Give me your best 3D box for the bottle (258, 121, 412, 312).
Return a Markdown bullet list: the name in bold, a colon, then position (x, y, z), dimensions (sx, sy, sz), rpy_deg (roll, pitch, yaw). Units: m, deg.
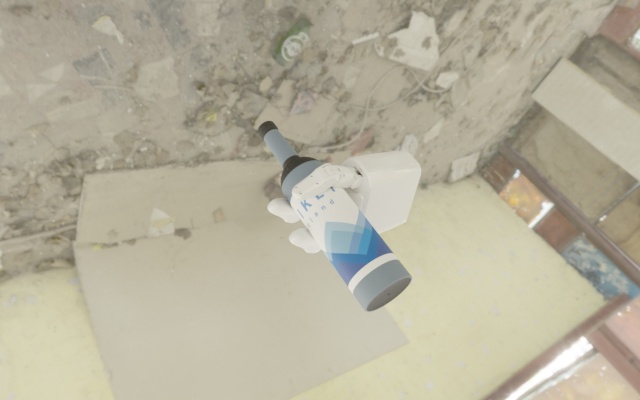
- **bottle**: position (0.000, 0.002, 0.609), dimensions (0.069, 0.295, 0.069), rpy_deg (-28, -29, -17)
